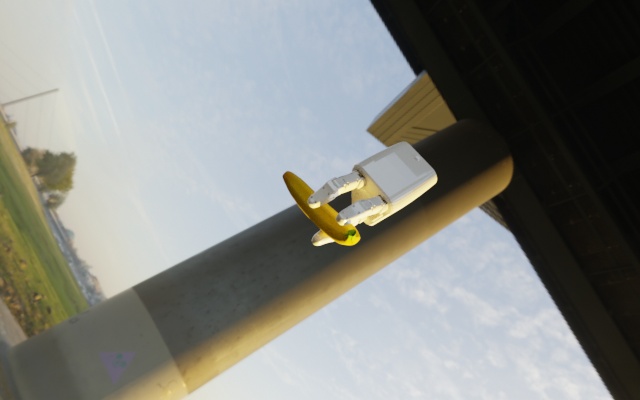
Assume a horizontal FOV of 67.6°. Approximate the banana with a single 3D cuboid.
[{"bbox_3d":[0.005,0.018,0.758,0.037,0.070,0.197,-32,45,-20],"label":"banana"}]
